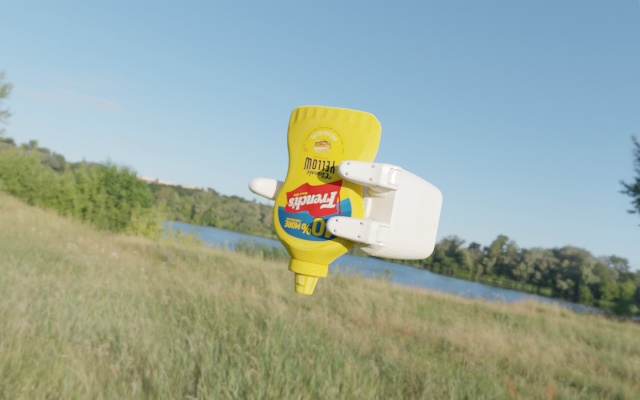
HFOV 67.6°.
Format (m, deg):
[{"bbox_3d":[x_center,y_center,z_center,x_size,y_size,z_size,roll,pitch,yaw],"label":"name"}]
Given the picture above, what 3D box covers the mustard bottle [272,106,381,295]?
[{"bbox_3d":[0.000,0.001,0.498,0.096,0.191,0.058,10,-4,18],"label":"mustard bottle"}]
